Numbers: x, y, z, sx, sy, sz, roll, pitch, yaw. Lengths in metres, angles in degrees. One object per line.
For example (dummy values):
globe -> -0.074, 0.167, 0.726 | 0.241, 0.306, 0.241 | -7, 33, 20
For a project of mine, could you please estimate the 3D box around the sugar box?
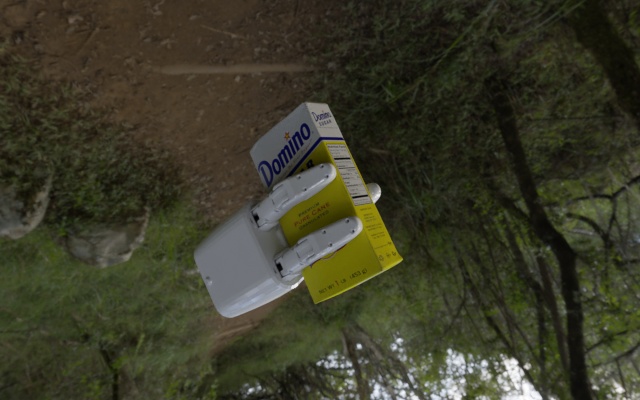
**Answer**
sugar box -> 0.000, 0.002, 0.471 | 0.093, 0.176, 0.048 | -34, -13, 35
